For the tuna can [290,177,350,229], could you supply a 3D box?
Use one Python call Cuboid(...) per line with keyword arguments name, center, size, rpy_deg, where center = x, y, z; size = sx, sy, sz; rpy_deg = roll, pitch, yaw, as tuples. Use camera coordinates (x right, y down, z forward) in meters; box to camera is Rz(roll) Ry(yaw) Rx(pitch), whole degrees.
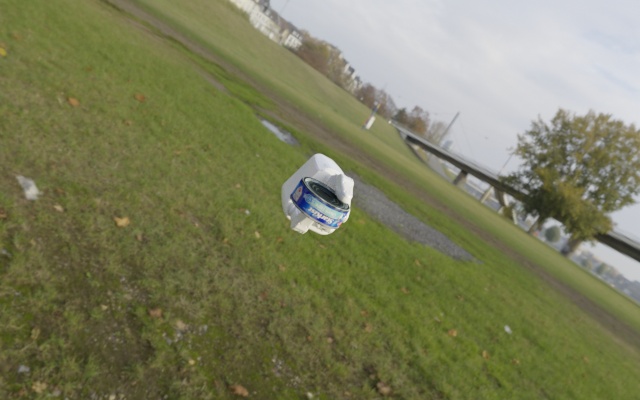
Cuboid(name="tuna can", center=(0.000, 0.002, 0.697), size=(0.086, 0.034, 0.086), rpy_deg=(32, 16, -10))
